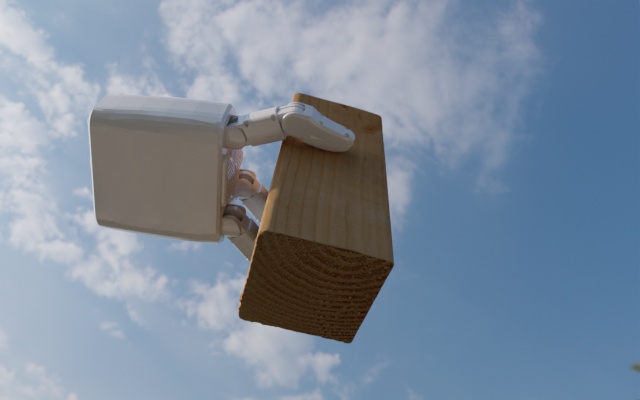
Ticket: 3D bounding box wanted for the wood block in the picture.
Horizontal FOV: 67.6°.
[{"bbox_3d":[0.000,0.001,0.404,0.090,0.091,0.206,15,37,-7],"label":"wood block"}]
